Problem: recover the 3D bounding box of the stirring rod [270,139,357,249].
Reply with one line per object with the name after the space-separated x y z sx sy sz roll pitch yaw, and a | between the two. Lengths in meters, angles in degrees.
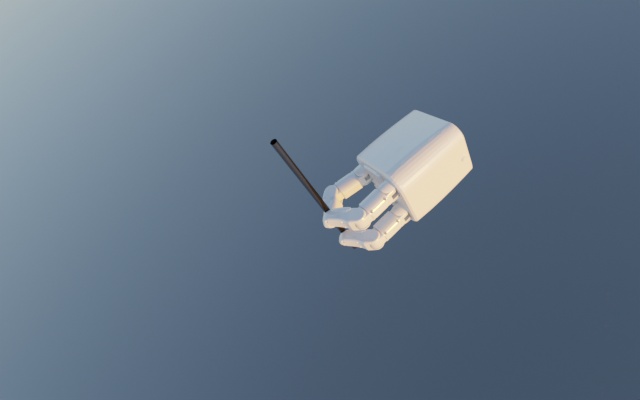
0.000 0.002 0.587 0.011 0.011 0.240 0 -32 28 | stirring rod
